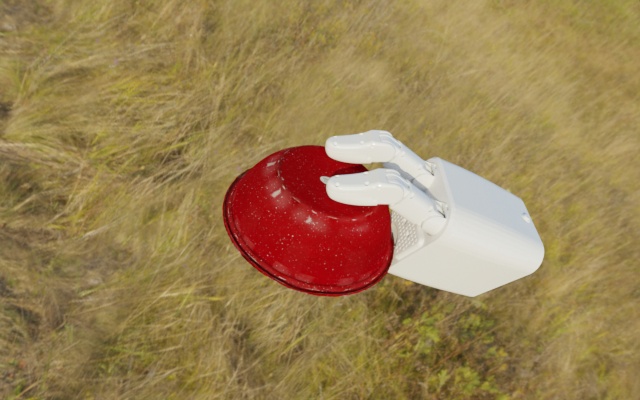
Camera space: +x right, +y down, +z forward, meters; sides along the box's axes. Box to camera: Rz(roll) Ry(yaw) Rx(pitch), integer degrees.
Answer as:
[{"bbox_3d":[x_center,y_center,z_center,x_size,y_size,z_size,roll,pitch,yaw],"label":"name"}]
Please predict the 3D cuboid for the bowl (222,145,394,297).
[{"bbox_3d":[-0.001,0.001,0.414,0.162,0.055,0.162,14,41,-12],"label":"bowl"}]
